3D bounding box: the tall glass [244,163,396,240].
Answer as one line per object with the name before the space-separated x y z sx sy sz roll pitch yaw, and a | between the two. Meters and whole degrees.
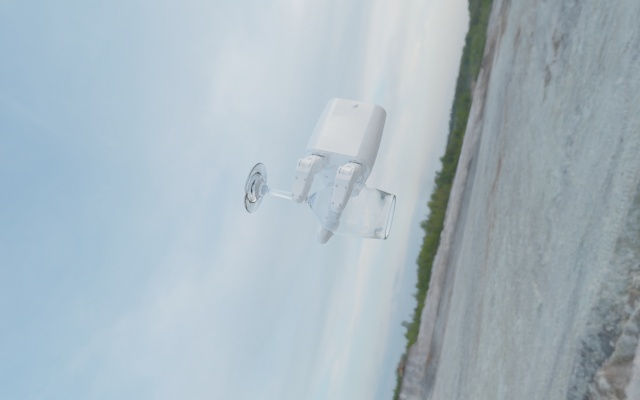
tall glass | -0.001 0.002 0.665 0.201 0.079 0.079 13 3 14
